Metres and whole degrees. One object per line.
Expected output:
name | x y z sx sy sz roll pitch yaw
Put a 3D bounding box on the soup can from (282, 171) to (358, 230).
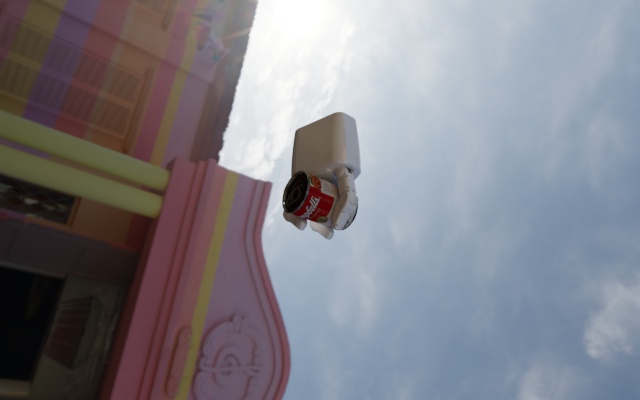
soup can | 0.000 0.003 0.750 0.102 0.068 0.068 21 -12 -33
